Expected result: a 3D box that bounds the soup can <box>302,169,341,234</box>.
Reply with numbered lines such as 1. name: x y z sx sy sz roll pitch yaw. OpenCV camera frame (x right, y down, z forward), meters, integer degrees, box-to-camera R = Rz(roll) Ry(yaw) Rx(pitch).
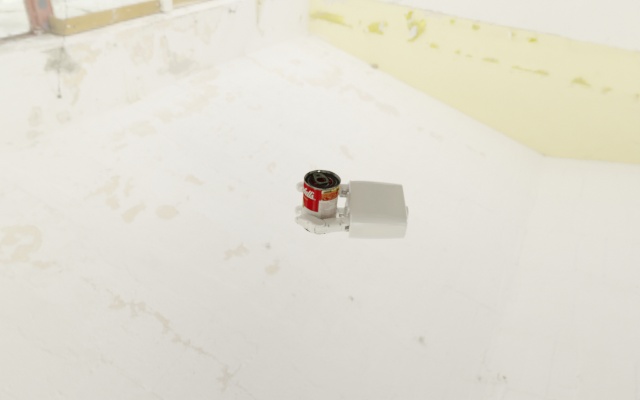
1. soup can: 0.000 0.003 0.886 0.068 0.102 0.068 3 34 -2
